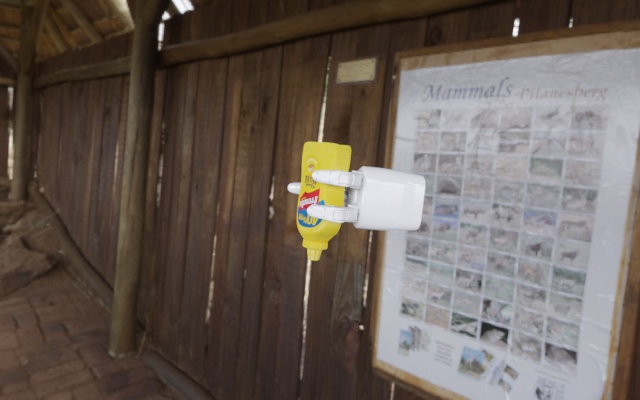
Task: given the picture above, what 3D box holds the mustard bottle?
[{"bbox_3d":[0.000,0.002,0.779,0.058,0.191,0.096,3,5,-37],"label":"mustard bottle"}]
